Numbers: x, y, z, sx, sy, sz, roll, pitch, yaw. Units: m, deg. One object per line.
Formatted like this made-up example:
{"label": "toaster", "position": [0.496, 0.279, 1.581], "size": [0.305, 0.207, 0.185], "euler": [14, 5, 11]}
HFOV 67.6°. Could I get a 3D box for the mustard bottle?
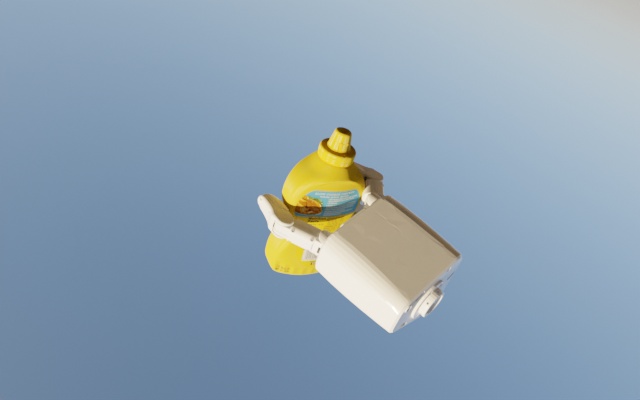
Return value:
{"label": "mustard bottle", "position": [0.000, 0.002, 0.556], "size": [0.096, 0.192, 0.058], "euler": [-2, 40, -26]}
